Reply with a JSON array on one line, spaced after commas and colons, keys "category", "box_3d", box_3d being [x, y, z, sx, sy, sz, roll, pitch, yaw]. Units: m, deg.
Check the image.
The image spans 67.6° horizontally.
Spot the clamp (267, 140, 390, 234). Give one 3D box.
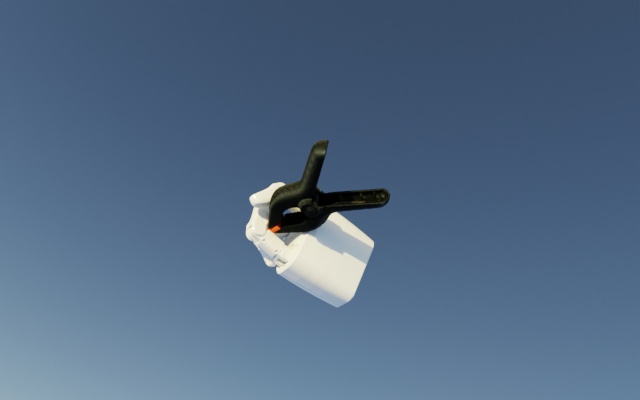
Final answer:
[{"category": "clamp", "box_3d": [0.000, 0.002, 0.607, 0.120, 0.039, 0.171, 34, -45, -17]}]
